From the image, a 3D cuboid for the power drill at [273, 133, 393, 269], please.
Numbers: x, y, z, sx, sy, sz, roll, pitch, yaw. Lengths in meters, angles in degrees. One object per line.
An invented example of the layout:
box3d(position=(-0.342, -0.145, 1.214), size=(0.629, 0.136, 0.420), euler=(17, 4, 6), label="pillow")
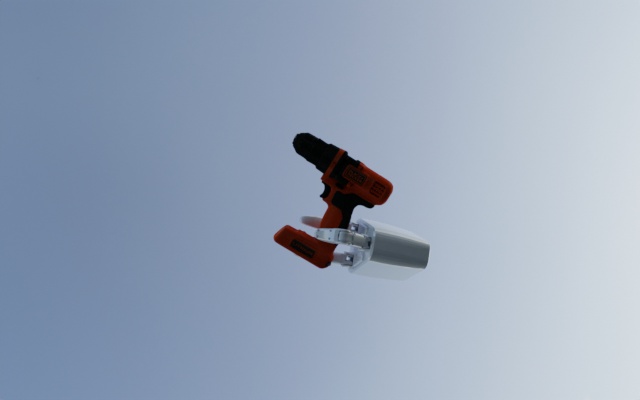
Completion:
box3d(position=(0.000, 0.003, 0.791), size=(0.184, 0.187, 0.057), euler=(32, 7, 2), label="power drill")
